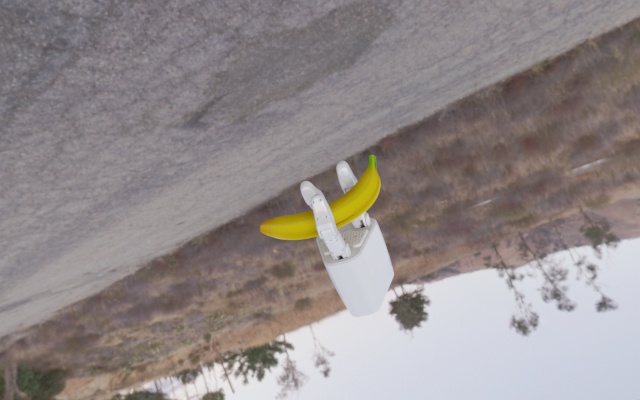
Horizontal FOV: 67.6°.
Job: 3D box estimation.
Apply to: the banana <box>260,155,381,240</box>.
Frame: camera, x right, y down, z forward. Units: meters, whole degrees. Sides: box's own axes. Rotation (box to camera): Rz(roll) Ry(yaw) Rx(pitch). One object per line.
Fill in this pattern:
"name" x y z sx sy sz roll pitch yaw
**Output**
"banana" 0.011 0.013 0.677 0.198 0.069 0.037 -31 -39 -3
